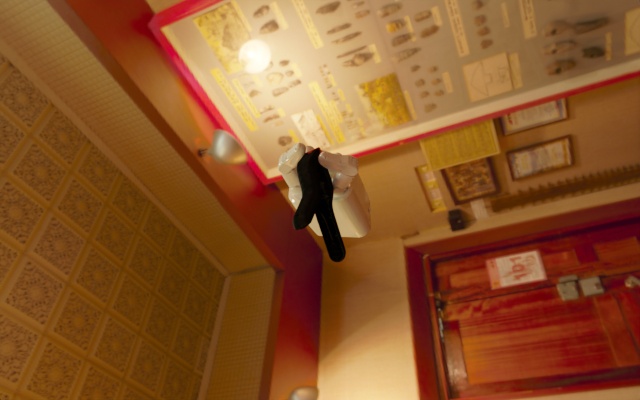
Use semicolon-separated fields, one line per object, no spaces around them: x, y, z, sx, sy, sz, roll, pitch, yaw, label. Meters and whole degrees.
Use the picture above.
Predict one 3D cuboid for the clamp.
-0.001;0.002;0.679;0.039;0.171;0.120;-14;-44;18;clamp
